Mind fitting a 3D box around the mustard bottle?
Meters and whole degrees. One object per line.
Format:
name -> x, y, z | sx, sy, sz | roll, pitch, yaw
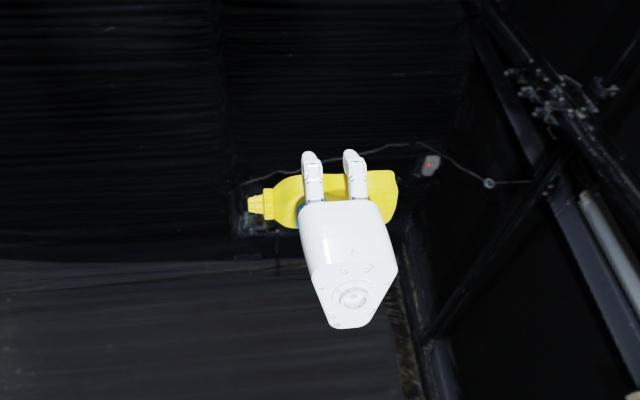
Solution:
mustard bottle -> 0.000, 0.002, 0.638 | 0.191, 0.058, 0.096 | -3, -29, -8
